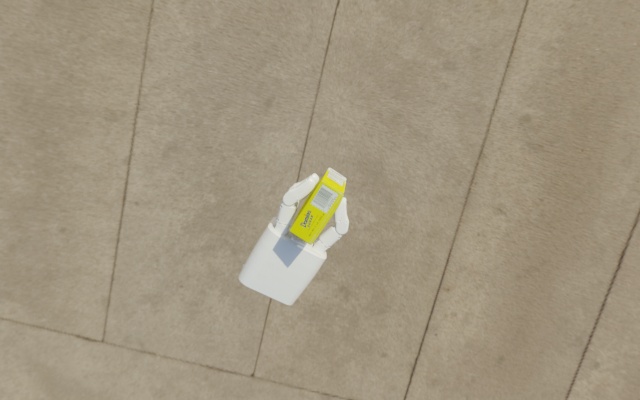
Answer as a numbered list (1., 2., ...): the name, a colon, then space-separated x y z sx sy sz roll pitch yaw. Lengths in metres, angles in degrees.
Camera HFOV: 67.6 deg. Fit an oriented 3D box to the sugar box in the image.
1. sugar box: 0.000 0.002 0.776 0.048 0.093 0.176 33 10 -5
